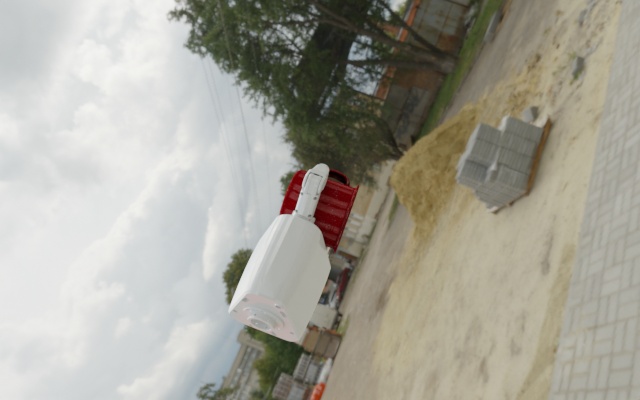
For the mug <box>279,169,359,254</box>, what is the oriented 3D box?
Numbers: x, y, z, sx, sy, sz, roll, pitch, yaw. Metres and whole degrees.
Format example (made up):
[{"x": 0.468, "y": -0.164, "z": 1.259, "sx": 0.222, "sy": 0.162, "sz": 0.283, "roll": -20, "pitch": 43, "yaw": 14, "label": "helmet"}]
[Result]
[{"x": 0.000, "y": 0.001, "z": 0.619, "sx": 0.081, "sy": 0.117, "sz": 0.093, "roll": 20, "pitch": -36, "yaw": 4, "label": "mug"}]
